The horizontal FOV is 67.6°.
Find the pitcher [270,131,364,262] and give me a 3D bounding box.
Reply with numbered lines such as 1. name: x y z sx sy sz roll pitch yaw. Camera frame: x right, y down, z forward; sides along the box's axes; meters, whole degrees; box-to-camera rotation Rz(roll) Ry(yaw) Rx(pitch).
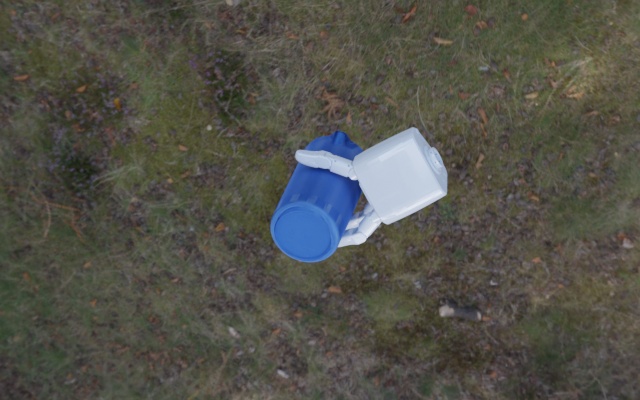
1. pitcher: 0.000 0.003 0.811 0.145 0.149 0.242 -25 20 26
